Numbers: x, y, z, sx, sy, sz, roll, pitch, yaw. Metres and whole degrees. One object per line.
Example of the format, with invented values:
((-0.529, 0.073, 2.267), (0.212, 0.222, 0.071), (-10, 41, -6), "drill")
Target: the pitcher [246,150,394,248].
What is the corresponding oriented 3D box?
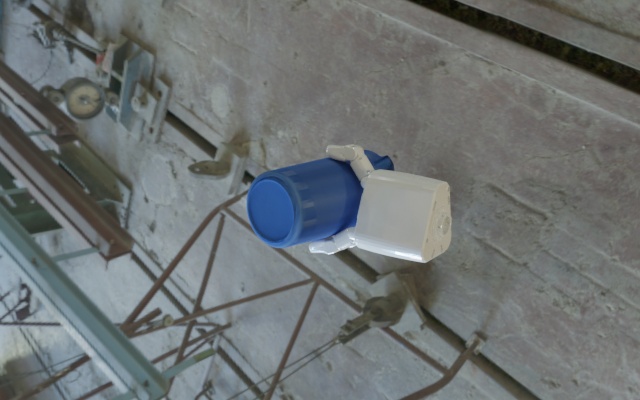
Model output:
((0.000, 0.002, 0.745), (0.145, 0.149, 0.243), (14, 17, 36), "pitcher")
